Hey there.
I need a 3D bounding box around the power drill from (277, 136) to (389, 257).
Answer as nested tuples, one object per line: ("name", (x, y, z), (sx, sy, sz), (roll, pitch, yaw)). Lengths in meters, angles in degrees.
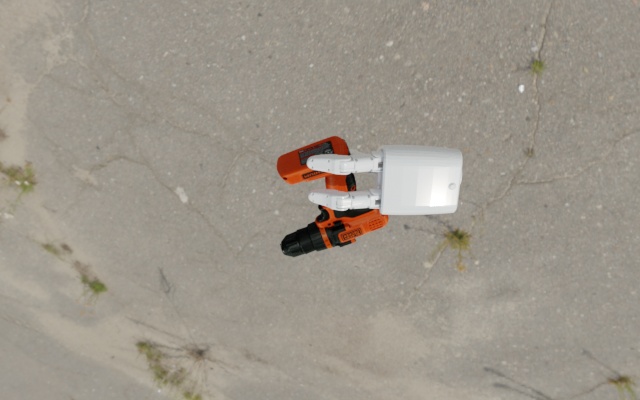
("power drill", (0.000, 0.002, 0.738), (0.184, 0.188, 0.057), (-21, 43, 4))
